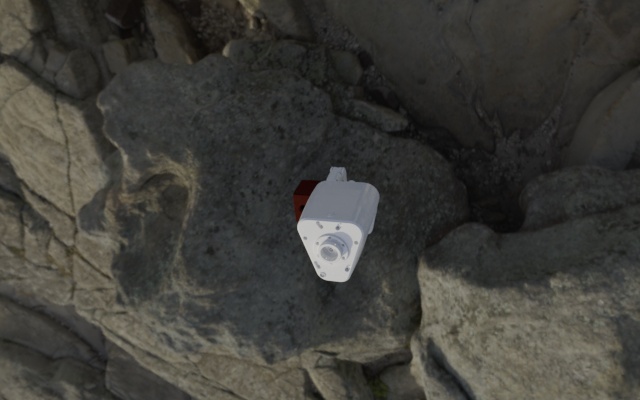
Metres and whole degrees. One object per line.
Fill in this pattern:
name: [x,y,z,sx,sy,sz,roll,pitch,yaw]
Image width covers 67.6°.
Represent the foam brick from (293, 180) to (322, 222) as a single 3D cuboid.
foam brick: [0.000,0.003,0.771,0.078,0.053,0.051,4,32,16]
